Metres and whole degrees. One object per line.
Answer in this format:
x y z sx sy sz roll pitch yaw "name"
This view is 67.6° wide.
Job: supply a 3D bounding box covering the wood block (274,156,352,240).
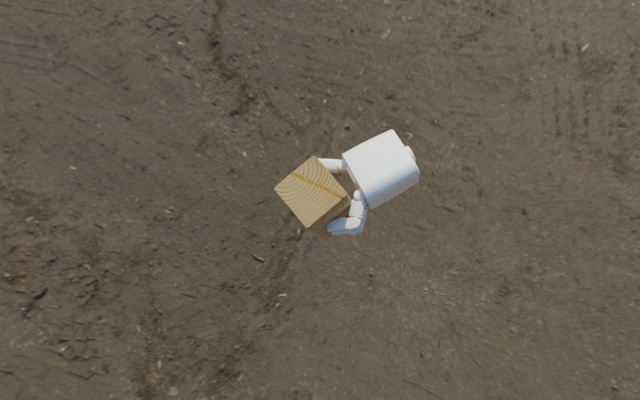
0.000 0.002 0.876 0.090 0.091 0.206 -40 -14 1 "wood block"
